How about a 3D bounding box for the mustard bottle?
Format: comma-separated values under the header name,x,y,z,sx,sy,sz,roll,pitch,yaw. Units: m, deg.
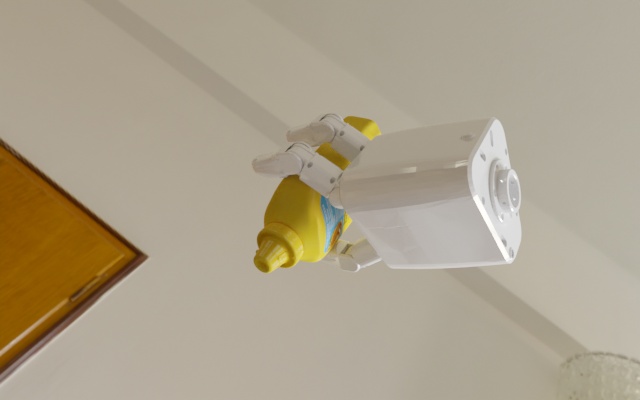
name,x,y,z,sx,sy,sz,roll,pitch,yaw
mustard bottle,0.000,0.001,0.451,0.058,0.096,0.191,17,41,24
